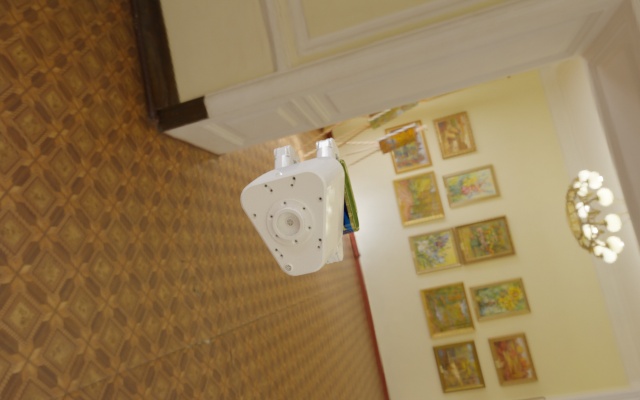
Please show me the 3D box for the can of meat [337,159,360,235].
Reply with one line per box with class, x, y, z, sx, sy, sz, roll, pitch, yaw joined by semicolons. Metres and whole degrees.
can of meat;0.000;0.002;0.630;0.084;0.102;0.057;-13;5;13
